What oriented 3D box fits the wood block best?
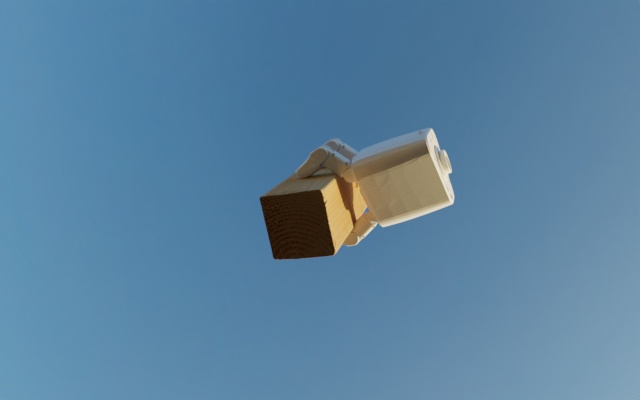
[{"bbox_3d":[0.001,0.002,0.699,0.090,0.091,0.206,-7,15,20],"label":"wood block"}]
